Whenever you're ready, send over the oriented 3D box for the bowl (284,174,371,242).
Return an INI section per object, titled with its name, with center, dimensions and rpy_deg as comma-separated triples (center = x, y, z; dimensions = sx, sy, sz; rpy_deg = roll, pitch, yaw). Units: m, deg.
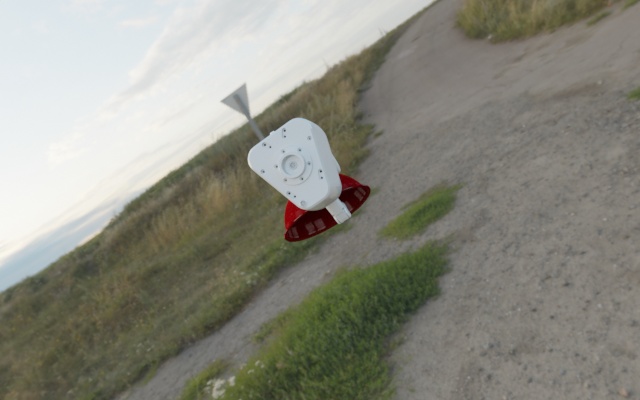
[bowl]
center = 0.000, 0.003, 0.786
dimensions = 0.162, 0.055, 0.162
rpy_deg = -28, -19, -10
